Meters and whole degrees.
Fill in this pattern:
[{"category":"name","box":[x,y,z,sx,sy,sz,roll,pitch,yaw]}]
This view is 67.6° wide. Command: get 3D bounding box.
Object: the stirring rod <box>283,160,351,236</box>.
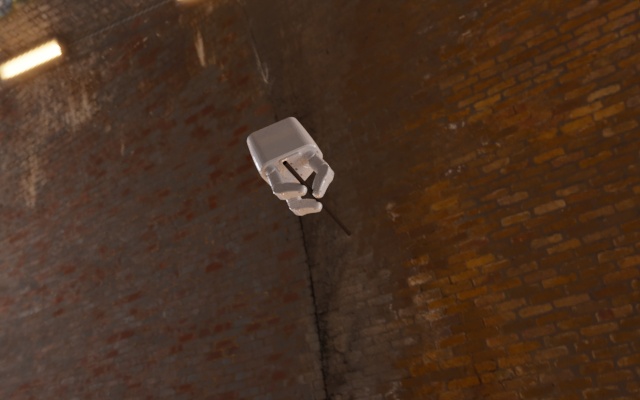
[{"category":"stirring rod","box":[0.000,0.003,0.827,0.011,0.011,0.240,0,-31,32]}]
